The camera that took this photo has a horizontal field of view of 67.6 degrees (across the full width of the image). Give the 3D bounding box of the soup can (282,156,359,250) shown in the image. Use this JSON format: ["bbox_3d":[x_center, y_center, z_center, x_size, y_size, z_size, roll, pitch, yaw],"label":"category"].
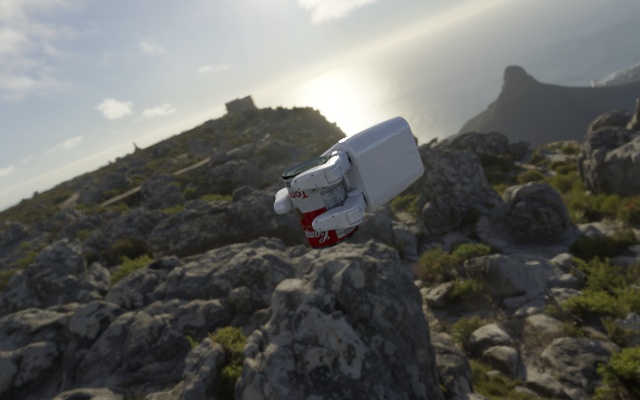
[{"bbox_3d":[0.000,0.002,0.608,0.068,0.102,0.068,-20,15,6],"label":"soup can"}]
